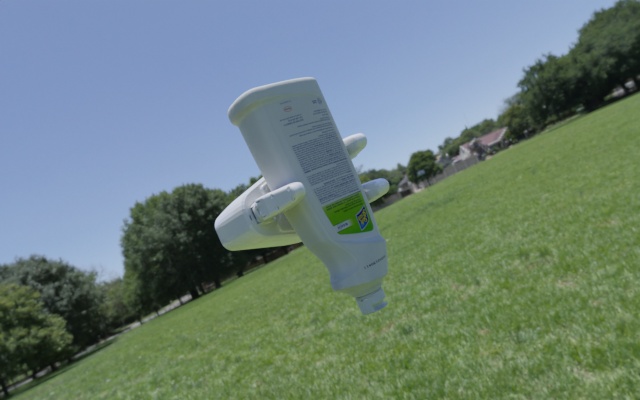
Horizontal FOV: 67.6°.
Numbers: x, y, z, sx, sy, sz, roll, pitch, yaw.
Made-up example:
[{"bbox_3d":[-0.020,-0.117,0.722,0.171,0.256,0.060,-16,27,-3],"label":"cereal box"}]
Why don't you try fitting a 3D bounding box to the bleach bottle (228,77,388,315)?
[{"bbox_3d":[0.000,0.002,0.498,0.102,0.251,0.068,-23,-2,-35],"label":"bleach bottle"}]
